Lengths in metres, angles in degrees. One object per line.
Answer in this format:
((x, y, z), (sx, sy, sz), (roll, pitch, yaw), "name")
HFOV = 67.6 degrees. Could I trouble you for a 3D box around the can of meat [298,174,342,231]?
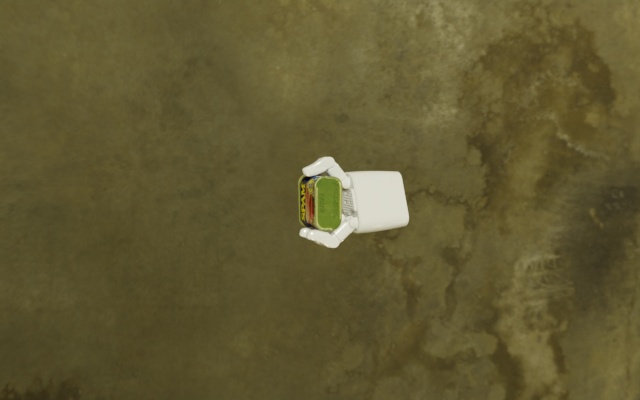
((0.000, 0.003, 0.869), (0.057, 0.102, 0.084), (-2, 5, -21), "can of meat")
